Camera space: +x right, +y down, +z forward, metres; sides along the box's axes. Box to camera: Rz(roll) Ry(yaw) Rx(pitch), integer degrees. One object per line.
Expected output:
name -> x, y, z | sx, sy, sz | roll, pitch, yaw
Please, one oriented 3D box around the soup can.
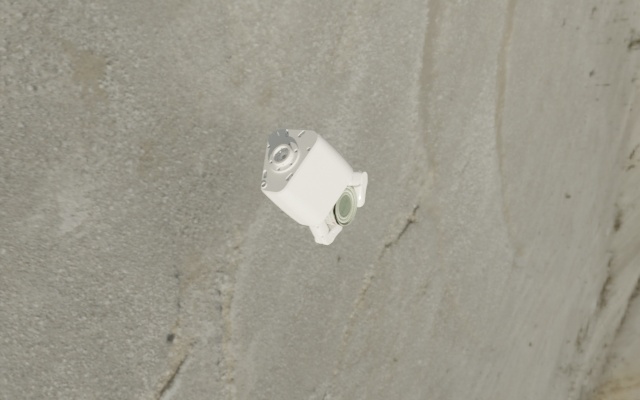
soup can -> 0.001, 0.003, 0.777 | 0.102, 0.068, 0.068 | 8, 5, 34
